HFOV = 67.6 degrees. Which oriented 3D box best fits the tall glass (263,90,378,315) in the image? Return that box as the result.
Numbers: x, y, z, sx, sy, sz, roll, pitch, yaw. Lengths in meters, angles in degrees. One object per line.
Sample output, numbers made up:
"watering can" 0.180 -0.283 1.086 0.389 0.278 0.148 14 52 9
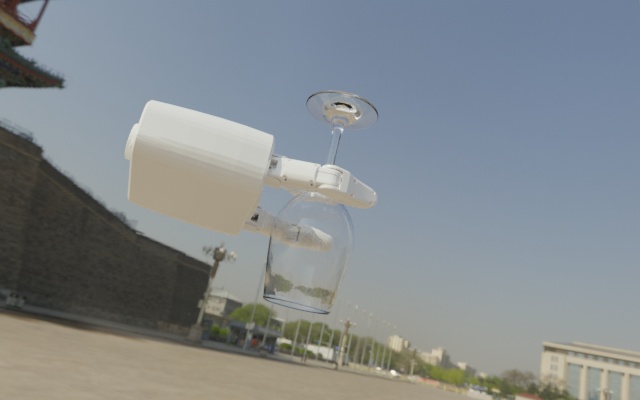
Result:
"tall glass" 0.000 0.001 0.453 0.079 0.201 0.079 12 -17 4
